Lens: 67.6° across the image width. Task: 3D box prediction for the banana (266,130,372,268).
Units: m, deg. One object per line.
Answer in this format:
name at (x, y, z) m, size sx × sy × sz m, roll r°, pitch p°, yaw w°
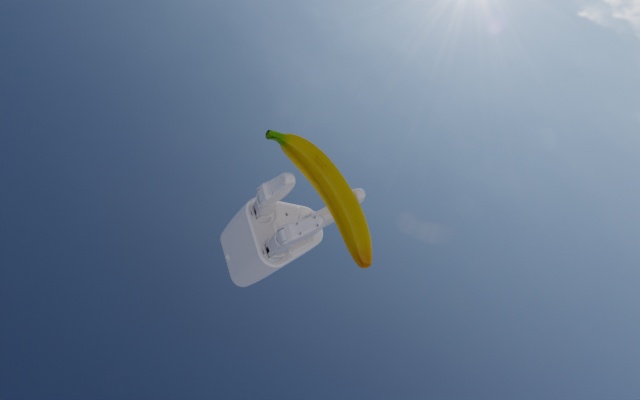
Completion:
banana at (0.008, -0.009, 0.581) m, size 0.037 × 0.198 × 0.069 m, roll -37°, pitch 1°, yaw 44°
